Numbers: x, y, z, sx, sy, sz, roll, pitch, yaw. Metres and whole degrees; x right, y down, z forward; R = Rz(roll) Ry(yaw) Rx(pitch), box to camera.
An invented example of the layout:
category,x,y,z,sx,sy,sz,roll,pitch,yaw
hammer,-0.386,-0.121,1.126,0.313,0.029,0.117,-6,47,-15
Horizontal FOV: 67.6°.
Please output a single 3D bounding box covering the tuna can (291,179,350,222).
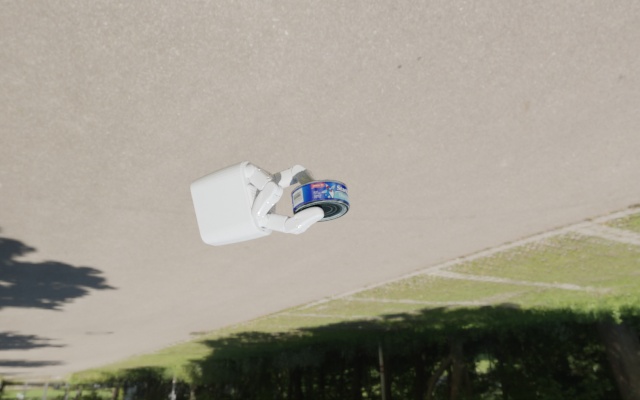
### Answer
category,x,y,z,sx,sy,sz,roll,pitch,yaw
tuna can,0.000,0.003,0.709,0.086,0.033,0.086,-6,-23,-3
